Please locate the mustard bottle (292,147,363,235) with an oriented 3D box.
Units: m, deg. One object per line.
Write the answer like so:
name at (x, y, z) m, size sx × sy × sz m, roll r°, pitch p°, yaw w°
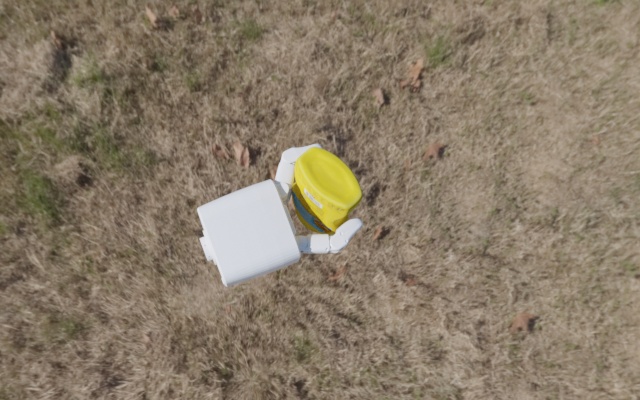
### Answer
mustard bottle at (0.000, 0.002, 0.685) m, size 0.058 × 0.096 × 0.192 m, roll -44°, pitch -9°, yaw -20°
